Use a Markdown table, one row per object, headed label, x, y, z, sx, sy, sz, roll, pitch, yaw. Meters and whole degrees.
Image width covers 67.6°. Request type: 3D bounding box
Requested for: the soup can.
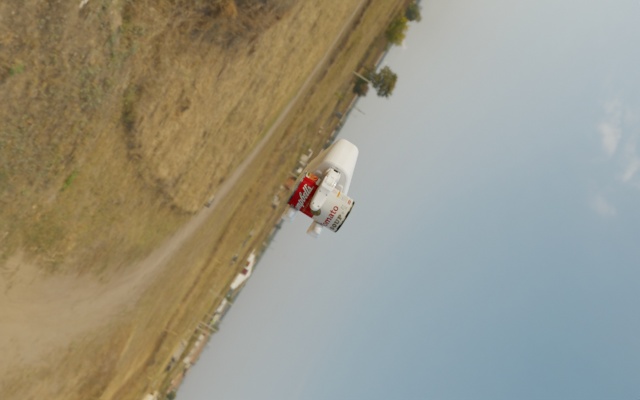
| label | x | y | z | sx | sy | sz | roll | pitch | yaw |
| --- | --- | --- | --- | --- | --- | --- | --- | --- | --- |
| soup can | 0.000 | 0.003 | 0.837 | 0.102 | 0.068 | 0.068 | 32 | -2 | -3 |
